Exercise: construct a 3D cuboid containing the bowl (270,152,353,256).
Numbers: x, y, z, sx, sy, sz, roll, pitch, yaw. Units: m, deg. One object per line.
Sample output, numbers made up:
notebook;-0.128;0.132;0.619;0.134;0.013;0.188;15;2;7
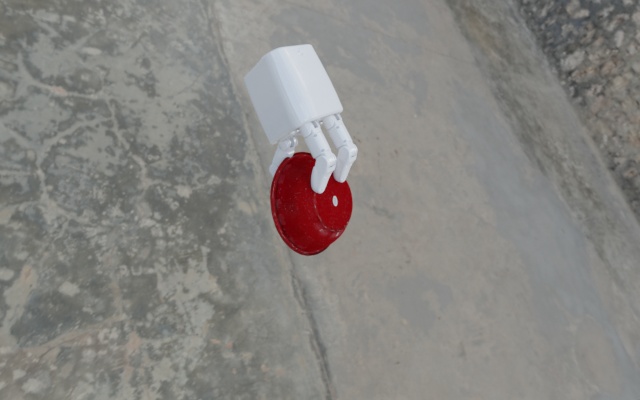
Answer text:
bowl;0.001;0.003;0.721;0.055;0.162;0.162;-7;-4;40
